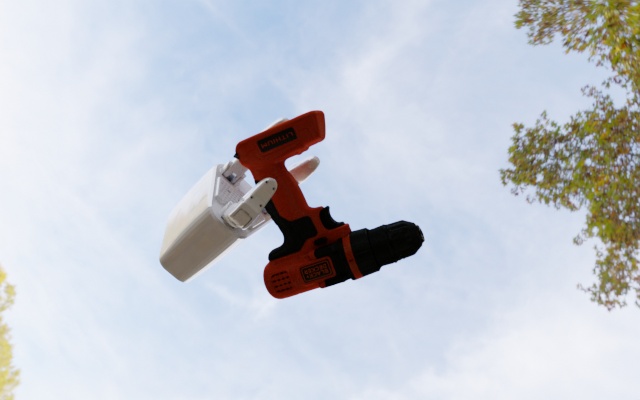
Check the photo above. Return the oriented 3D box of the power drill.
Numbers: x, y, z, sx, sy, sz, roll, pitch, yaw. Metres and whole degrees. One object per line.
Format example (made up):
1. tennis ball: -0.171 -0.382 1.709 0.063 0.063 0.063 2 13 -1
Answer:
1. power drill: 0.000 0.001 0.522 0.184 0.187 0.057 -20 1 11
